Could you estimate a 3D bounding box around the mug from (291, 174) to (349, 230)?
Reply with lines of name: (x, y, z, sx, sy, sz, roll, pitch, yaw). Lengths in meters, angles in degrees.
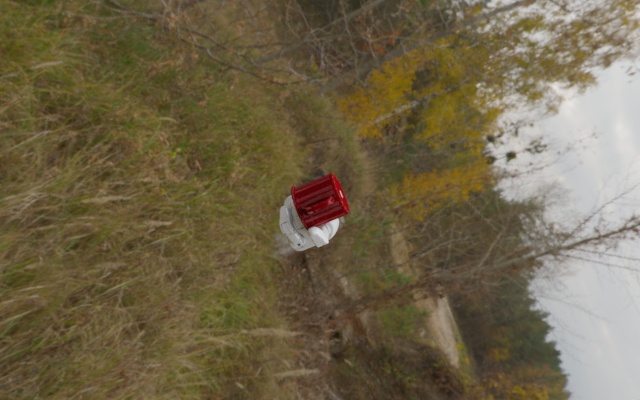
mug: (0.000, 0.003, 0.867, 0.081, 0.093, 0.117, -23, 3, 10)
